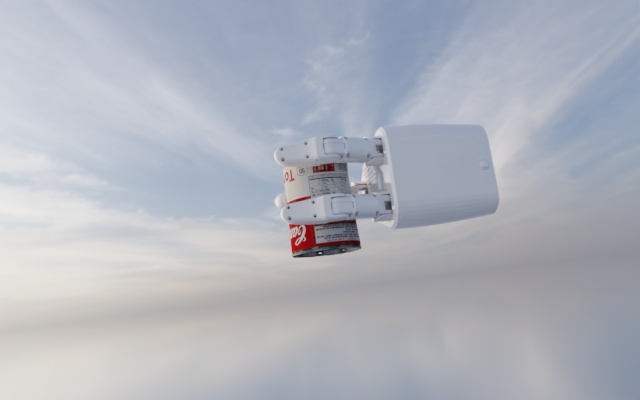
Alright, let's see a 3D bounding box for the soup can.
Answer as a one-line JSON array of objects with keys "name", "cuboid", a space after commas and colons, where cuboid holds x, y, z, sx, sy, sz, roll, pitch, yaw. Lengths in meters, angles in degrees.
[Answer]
[{"name": "soup can", "cuboid": [0.000, 0.001, 0.472, 0.068, 0.102, 0.068, -7, -11, -1]}]
